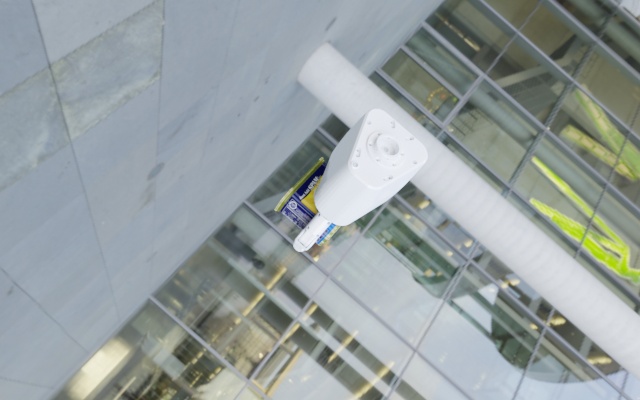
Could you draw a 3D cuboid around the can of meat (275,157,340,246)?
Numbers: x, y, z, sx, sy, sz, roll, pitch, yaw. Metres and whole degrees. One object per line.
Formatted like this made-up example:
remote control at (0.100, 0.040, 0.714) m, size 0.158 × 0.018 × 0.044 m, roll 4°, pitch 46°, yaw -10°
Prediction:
can of meat at (0.000, 0.003, 0.676) m, size 0.102 × 0.084 × 0.057 m, roll -49°, pitch -1°, yaw -36°
